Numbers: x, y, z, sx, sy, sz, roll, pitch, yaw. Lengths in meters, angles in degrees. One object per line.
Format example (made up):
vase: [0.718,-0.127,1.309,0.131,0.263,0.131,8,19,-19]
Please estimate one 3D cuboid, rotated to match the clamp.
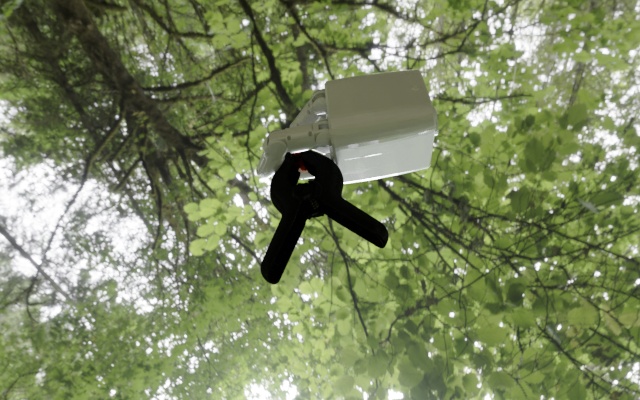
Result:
clamp: [0.000,0.002,0.481,0.120,0.171,0.039,-8,-43,4]
